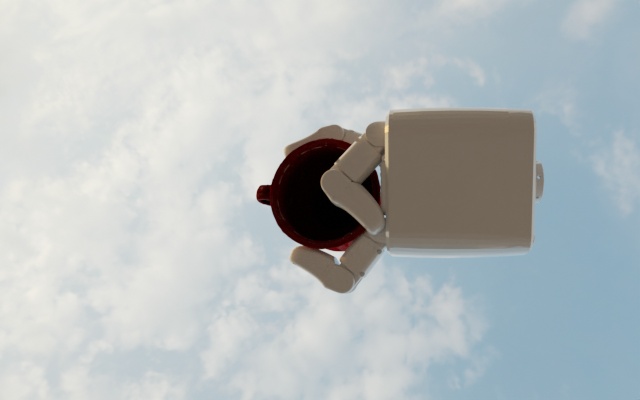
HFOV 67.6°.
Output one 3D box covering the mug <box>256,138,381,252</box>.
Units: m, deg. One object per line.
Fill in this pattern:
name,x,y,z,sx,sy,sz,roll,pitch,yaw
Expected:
mug,-0.001,0.001,0.431,0.117,0.093,0.081,2,-12,14
